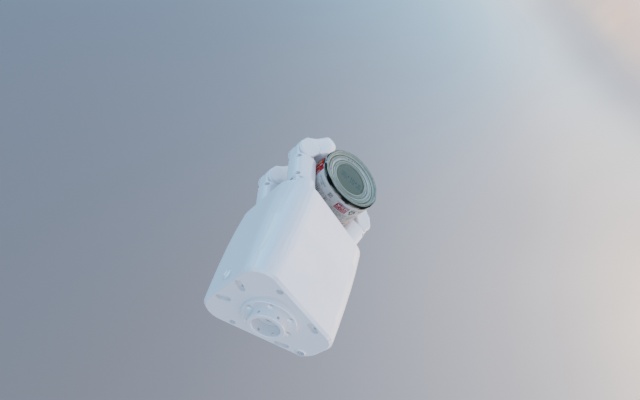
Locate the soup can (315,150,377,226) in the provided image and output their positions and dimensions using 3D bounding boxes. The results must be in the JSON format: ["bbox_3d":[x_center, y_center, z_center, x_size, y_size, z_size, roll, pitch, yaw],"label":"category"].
[{"bbox_3d":[0.000,0.001,0.498,0.068,0.068,0.102,0,-28,-45],"label":"soup can"}]
